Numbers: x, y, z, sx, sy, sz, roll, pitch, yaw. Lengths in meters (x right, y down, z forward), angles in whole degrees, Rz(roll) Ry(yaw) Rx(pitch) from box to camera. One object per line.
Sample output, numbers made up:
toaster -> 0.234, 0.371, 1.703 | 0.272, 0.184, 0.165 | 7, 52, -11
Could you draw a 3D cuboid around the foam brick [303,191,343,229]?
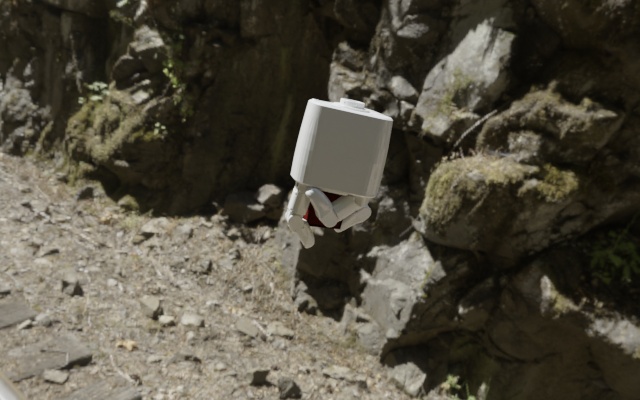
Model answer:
foam brick -> 0.000, 0.002, 0.691 | 0.053, 0.051, 0.078 | 7, 17, -20
